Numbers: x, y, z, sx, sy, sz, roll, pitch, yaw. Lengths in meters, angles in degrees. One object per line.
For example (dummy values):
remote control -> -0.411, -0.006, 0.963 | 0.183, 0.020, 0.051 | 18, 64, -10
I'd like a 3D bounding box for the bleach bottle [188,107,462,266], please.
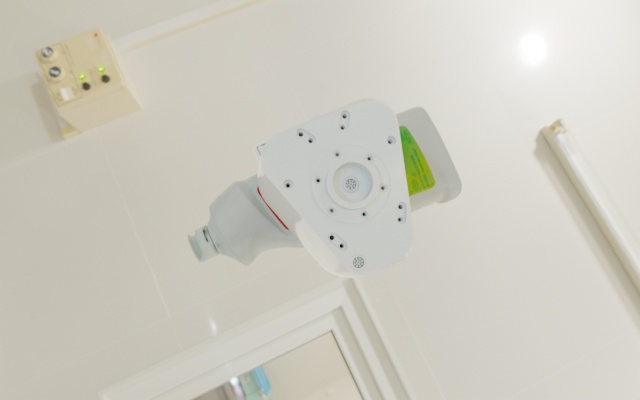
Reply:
bleach bottle -> 0.000, 0.001, 0.457 | 0.251, 0.102, 0.068 | -24, -4, -8
